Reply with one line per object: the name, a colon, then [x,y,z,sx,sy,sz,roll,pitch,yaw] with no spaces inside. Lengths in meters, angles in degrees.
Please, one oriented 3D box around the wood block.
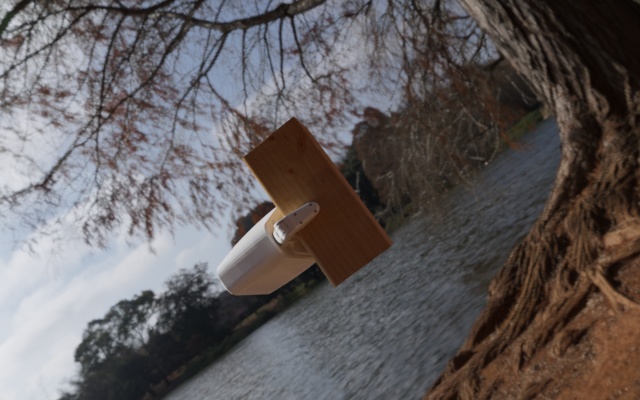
wood block: [0.000,0.002,0.643,0.090,0.206,0.091,-38,-8,8]
